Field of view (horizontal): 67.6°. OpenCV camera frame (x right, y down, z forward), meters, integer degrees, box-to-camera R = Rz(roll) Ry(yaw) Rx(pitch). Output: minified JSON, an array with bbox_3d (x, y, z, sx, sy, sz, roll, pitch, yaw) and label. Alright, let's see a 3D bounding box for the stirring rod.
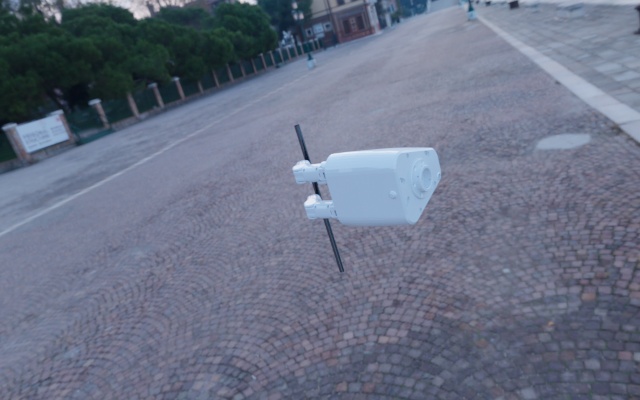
[{"bbox_3d":[0.000,0.002,0.716,0.011,0.239,0.011,-16,18,5],"label":"stirring rod"}]
